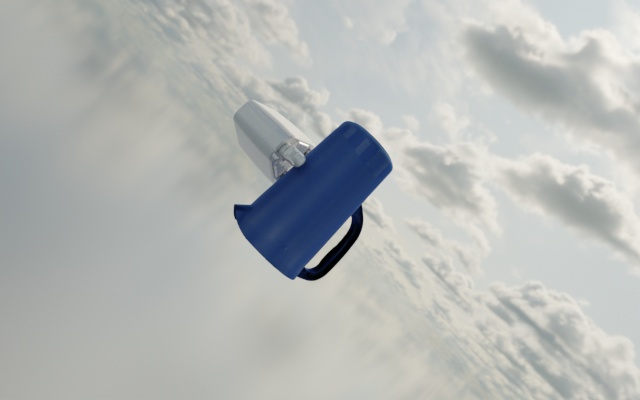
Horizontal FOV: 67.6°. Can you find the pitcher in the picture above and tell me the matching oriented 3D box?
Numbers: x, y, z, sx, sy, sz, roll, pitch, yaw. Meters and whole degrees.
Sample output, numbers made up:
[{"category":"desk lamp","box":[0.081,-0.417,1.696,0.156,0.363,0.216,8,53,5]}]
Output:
[{"category":"pitcher","box":[0.000,0.002,0.744,0.145,0.243,0.149,45,-2,23]}]
